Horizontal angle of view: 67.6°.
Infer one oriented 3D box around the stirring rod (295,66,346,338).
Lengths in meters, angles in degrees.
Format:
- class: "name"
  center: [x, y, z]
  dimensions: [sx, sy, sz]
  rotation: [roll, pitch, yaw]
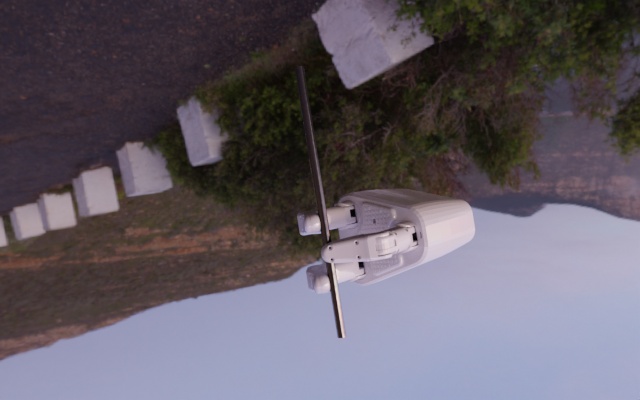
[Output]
- class: "stirring rod"
  center: [0.000, 0.001, 0.421]
  dimensions: [0.011, 0.239, 0.011]
  rotation: [-9, 0, 0]
